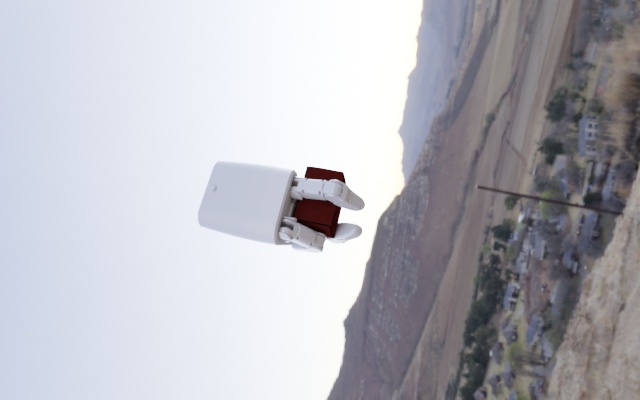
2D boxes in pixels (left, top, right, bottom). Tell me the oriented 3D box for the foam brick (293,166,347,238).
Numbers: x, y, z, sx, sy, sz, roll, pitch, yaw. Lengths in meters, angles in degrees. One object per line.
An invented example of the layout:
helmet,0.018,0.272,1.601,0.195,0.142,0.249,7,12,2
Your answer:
foam brick,0.000,0.002,0.624,0.051,0.078,0.053,10,-20,11
